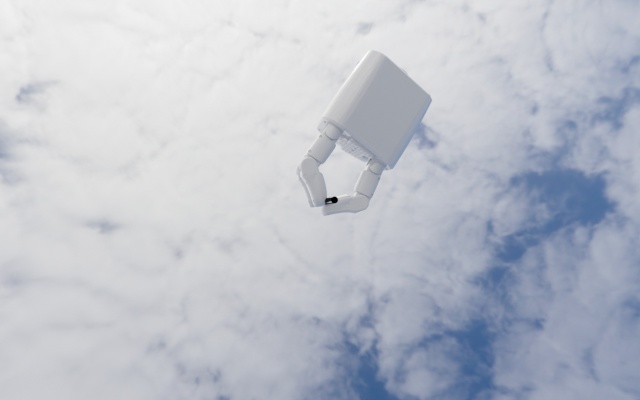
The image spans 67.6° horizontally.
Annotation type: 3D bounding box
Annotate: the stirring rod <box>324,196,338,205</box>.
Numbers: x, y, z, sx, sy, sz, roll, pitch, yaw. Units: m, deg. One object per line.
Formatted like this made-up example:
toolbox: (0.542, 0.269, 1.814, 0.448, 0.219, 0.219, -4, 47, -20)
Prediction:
stirring rod: (0.000, 0.002, 0.634, 0.011, 0.011, 0.239, 0, -1, -7)
